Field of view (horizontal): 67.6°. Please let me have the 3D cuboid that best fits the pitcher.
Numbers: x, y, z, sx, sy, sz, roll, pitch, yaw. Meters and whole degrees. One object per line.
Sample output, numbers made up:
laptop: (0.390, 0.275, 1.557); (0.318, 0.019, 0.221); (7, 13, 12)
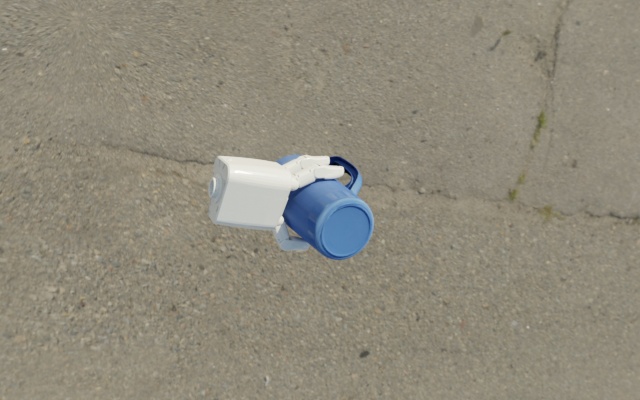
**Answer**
pitcher: (0.000, 0.003, 0.853); (0.145, 0.149, 0.242); (7, 15, -28)
